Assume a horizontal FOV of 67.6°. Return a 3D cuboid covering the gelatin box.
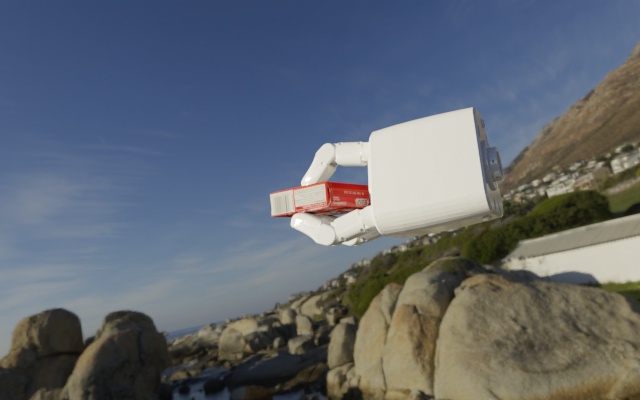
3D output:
[{"bbox_3d":[0.000,0.001,0.533,0.089,0.030,0.073,-10,-10,41],"label":"gelatin box"}]
